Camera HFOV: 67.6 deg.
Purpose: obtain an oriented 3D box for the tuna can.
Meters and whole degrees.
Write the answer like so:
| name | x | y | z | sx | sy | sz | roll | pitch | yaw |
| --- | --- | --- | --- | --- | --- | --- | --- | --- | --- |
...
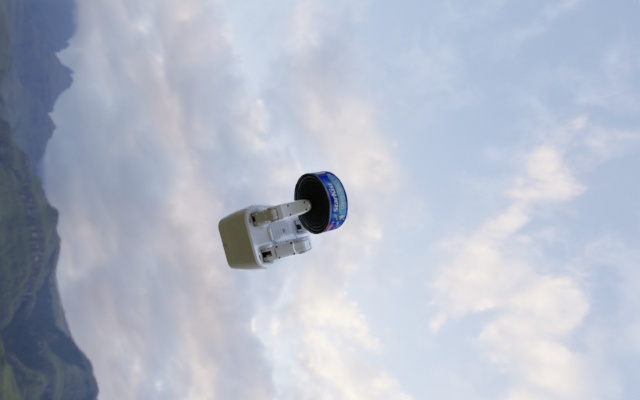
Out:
| name | x | y | z | sx | sy | sz | roll | pitch | yaw |
| --- | --- | --- | --- | --- | --- | --- | --- | --- | --- |
| tuna can | 0.001 | 0.002 | 0.664 | 0.034 | 0.086 | 0.086 | -12 | 7 | -35 |
